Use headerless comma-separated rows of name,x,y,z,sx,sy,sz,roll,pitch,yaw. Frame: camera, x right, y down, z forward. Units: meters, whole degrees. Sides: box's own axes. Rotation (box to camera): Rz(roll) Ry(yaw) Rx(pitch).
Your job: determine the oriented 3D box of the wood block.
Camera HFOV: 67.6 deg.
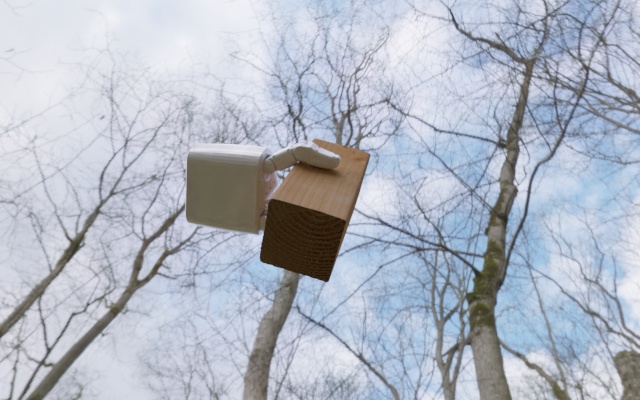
wood block,0.000,0.002,0.628,0.090,0.091,0.206,16,29,6
